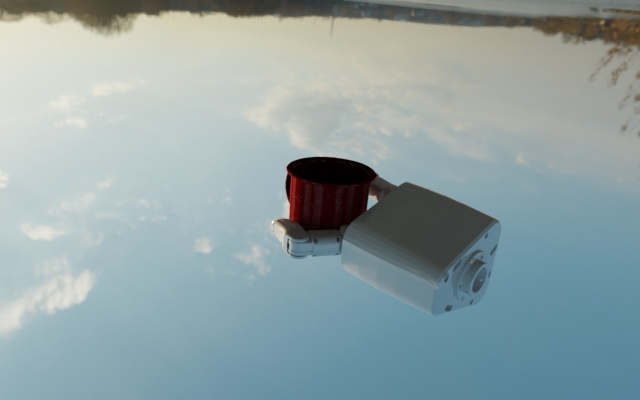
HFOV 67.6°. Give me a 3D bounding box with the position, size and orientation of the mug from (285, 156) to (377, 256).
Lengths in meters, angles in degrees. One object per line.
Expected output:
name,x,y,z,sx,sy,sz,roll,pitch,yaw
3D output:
mug,-0.001,0.001,0.514,0.093,0.081,0.117,-15,29,-41
